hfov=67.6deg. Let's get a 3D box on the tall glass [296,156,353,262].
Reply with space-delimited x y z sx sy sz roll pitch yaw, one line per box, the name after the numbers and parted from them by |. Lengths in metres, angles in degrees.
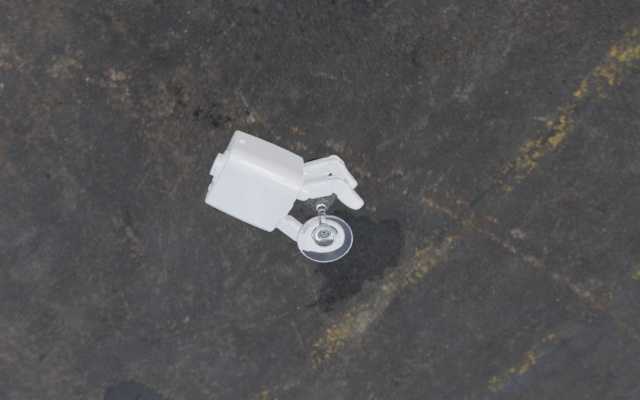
0.000 0.003 0.716 0.079 0.079 0.201 0 30 -4 | tall glass
